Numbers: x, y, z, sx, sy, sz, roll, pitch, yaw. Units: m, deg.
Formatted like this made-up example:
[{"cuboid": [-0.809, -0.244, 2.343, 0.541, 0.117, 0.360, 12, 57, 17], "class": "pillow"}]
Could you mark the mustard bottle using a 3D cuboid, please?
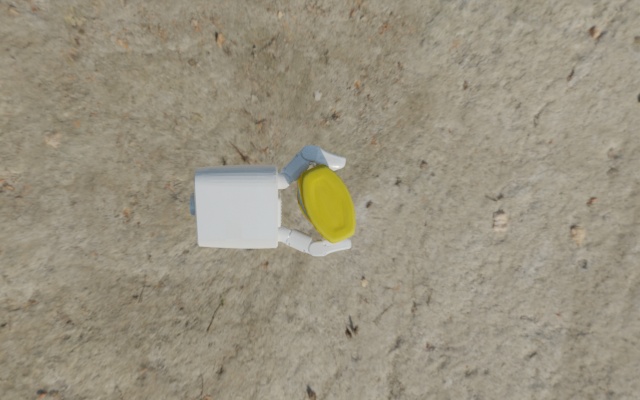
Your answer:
[{"cuboid": [0.000, 0.002, 0.662, 0.058, 0.096, 0.191, -25, 4, -5], "class": "mustard bottle"}]
